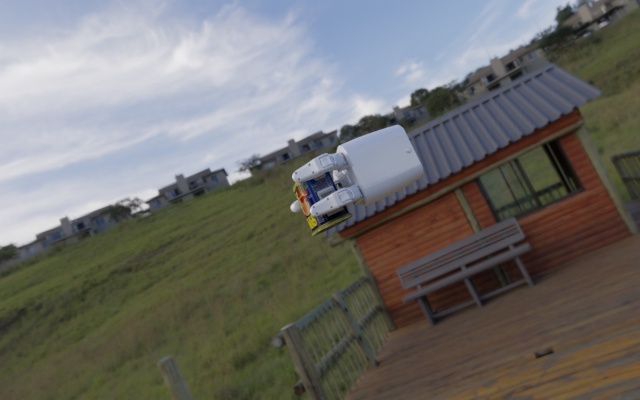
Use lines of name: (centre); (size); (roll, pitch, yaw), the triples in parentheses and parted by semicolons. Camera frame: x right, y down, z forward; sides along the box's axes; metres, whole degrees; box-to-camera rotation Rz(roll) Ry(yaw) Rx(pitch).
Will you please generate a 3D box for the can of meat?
can of meat: (0.000, 0.002, 0.732); (0.057, 0.084, 0.102); (-24, -5, -12)
